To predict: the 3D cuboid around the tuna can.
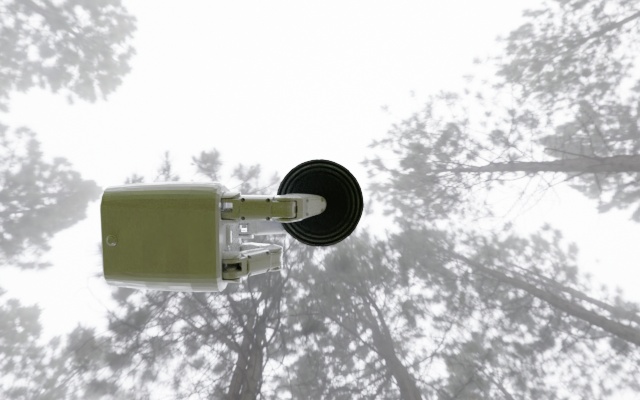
[{"bbox_3d":[0.000,0.002,0.477,0.086,0.086,0.034,0,4,4],"label":"tuna can"}]
